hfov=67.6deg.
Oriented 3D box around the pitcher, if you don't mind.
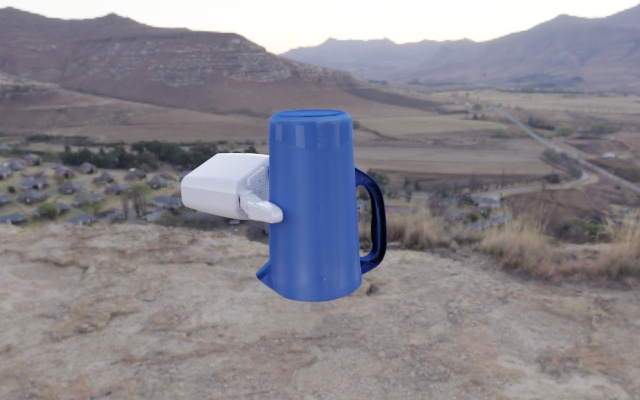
[{"bbox_3d":[0.000,0.002,0.650,0.145,0.243,0.149,8,18,30],"label":"pitcher"}]
